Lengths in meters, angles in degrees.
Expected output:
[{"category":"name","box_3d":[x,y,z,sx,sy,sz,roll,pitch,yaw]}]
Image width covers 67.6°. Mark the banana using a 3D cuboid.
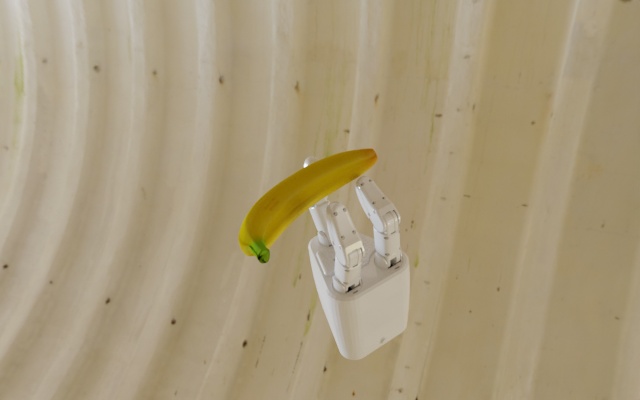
[{"category":"banana","box_3d":[-0.017,0.000,0.458,0.069,0.037,0.197,12,38,32]}]
